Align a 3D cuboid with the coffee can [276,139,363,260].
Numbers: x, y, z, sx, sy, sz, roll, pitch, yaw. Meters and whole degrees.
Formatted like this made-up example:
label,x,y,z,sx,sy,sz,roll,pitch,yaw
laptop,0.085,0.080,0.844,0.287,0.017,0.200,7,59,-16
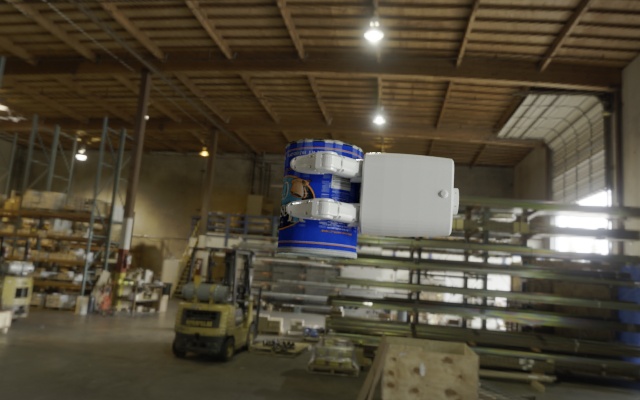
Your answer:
label,x,y,z,sx,sy,sz,roll,pitch,yaw
coffee can,0.000,0.002,0.617,0.103,0.140,0.103,4,-9,1
